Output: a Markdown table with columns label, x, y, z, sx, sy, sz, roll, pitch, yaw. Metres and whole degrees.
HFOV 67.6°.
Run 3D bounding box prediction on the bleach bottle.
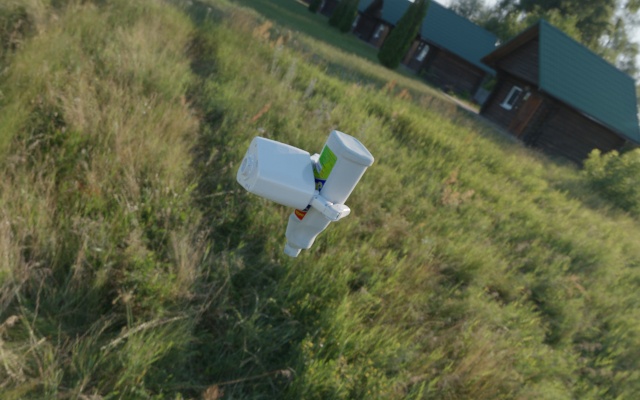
| label | x | y | z | sx | sy | sz | roll | pitch | yaw |
| --- | --- | --- | --- | --- | --- | --- | --- | --- | --- |
| bleach bottle | 0.000 | 0.003 | 0.877 | 0.068 | 0.251 | 0.102 | 17 | 24 | -28 |
